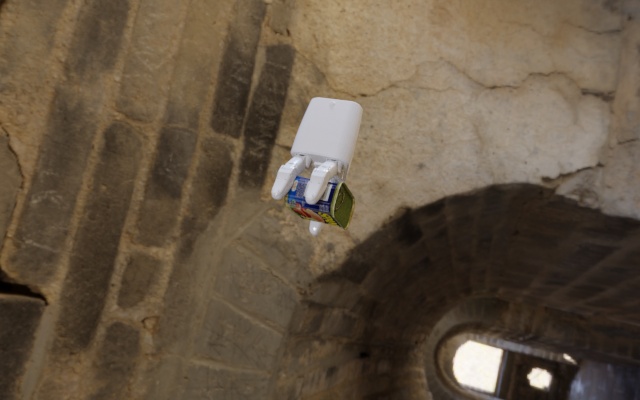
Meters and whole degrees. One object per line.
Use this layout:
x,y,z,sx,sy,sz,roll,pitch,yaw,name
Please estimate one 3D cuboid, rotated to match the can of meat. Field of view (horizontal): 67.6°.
0.000,0.003,0.755,0.084,0.057,0.102,11,-15,20,can of meat
